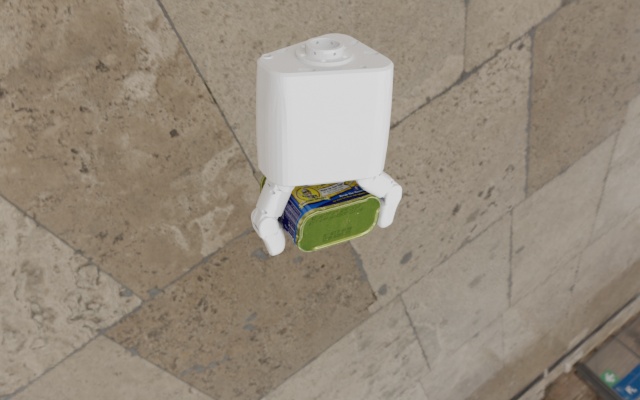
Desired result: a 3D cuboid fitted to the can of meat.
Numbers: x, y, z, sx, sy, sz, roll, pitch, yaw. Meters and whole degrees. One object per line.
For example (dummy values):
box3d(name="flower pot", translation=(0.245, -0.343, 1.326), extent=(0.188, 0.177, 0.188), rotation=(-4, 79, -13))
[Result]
box3d(name="can of meat", translation=(0.000, 0.002, 0.500), extent=(0.102, 0.057, 0.084), rotation=(-15, 41, -27))
